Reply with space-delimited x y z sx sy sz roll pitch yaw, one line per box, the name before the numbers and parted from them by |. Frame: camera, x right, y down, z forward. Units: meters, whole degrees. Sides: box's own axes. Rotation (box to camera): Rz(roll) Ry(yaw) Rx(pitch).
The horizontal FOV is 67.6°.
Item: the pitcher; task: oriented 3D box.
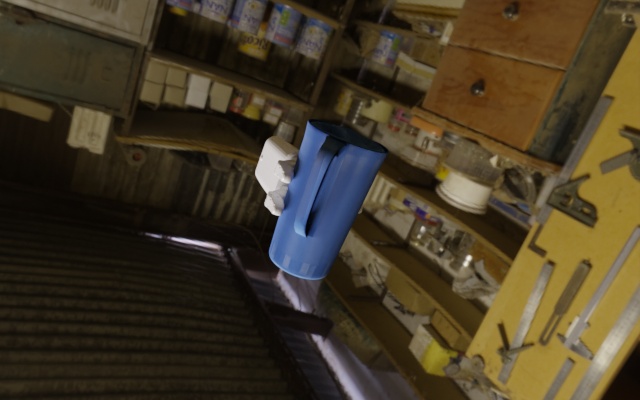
pitcher | 0.000 0.002 0.760 0.149 0.243 0.145 10 20 -33
